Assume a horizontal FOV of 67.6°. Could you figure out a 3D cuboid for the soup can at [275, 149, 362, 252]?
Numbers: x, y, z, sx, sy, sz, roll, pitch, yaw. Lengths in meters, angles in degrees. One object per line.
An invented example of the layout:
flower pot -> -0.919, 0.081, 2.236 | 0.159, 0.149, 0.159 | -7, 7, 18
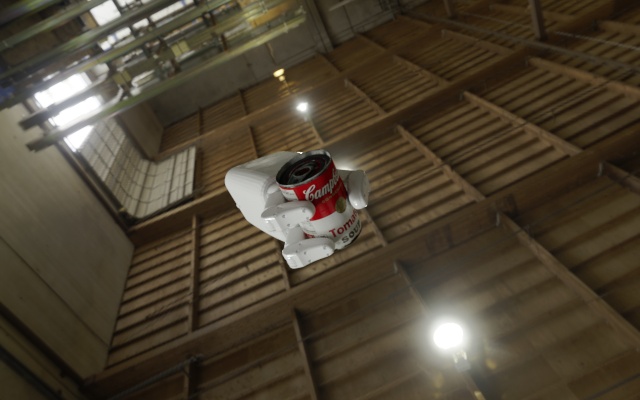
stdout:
soup can -> 0.001, 0.002, 0.553 | 0.068, 0.102, 0.068 | -20, 30, 12
